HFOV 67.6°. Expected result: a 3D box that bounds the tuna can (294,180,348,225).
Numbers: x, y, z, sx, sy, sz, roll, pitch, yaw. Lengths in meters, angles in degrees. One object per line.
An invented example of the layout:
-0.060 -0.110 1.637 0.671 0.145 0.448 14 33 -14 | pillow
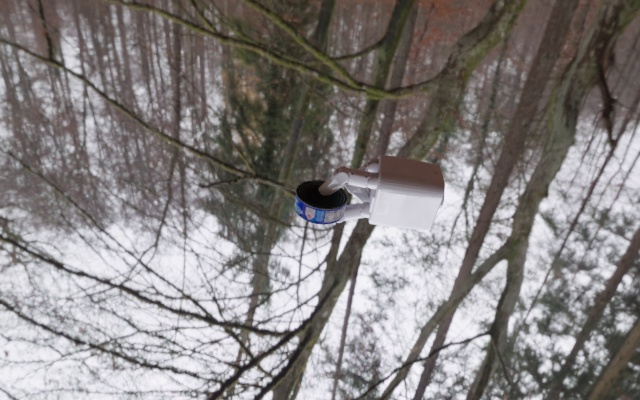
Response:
0.000 0.003 0.790 0.086 0.034 0.086 7 33 -5 | tuna can
